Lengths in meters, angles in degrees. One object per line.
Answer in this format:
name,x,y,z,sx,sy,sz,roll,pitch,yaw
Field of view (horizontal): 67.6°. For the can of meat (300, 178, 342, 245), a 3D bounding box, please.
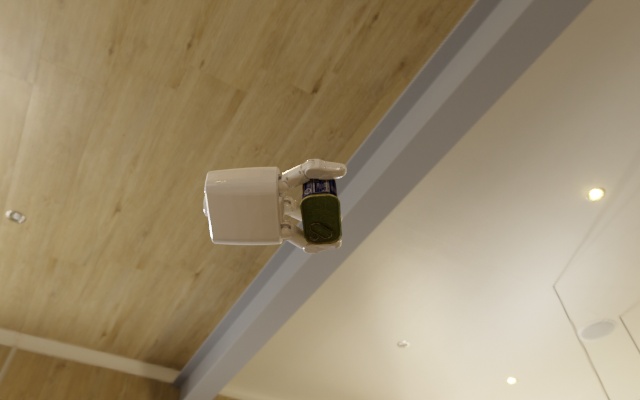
can of meat,0.000,0.002,0.727,0.057,0.102,0.083,-4,43,1
